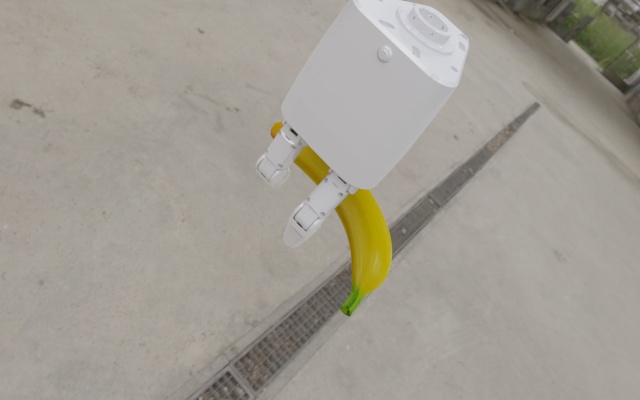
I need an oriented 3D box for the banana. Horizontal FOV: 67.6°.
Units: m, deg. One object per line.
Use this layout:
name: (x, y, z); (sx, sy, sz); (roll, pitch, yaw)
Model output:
banana: (0.017, 0.002, 0.440); (0.069, 0.197, 0.037); (-9, -27, -31)
